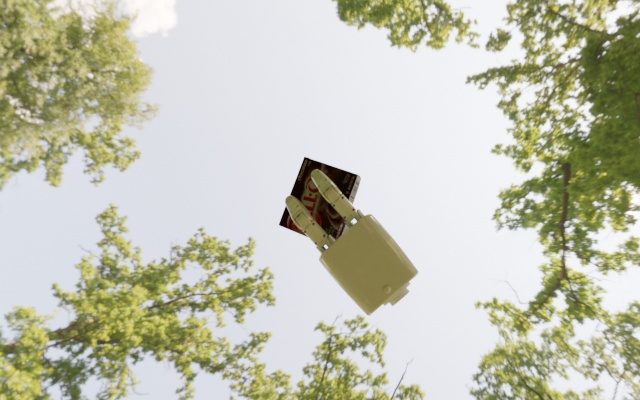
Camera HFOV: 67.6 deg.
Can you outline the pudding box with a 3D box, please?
[{"bbox_3d":[0.000,0.002,0.710,0.090,0.113,0.039,20,-2,19],"label":"pudding box"}]
